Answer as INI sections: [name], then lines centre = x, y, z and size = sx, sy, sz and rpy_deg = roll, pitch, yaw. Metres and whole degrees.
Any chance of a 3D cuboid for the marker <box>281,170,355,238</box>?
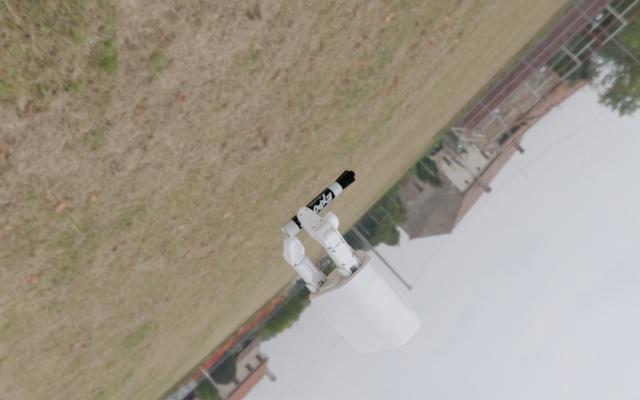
[marker]
centre = 0.000, 0.002, 0.607
size = 0.121, 0.020, 0.020
rpy_deg = -42, 16, -19
